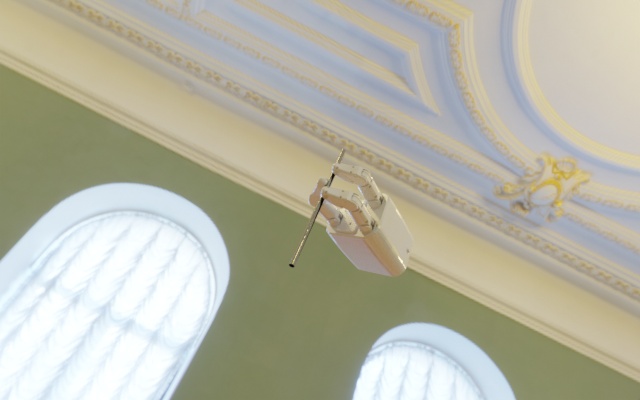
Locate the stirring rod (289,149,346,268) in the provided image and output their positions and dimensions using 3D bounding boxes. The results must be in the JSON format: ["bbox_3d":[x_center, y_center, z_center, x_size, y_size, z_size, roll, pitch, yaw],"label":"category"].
[{"bbox_3d":[0.000,0.002,0.713,0.011,0.239,0.011,14,-40,12],"label":"stirring rod"}]
